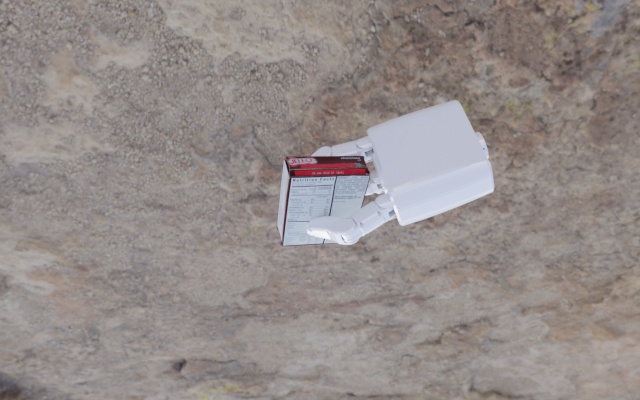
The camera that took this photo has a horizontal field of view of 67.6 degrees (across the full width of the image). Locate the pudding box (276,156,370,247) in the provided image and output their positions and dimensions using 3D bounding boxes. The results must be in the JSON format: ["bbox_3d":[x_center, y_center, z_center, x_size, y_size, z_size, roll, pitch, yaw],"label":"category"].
[{"bbox_3d":[0.000,0.002,0.539,0.090,0.114,0.039,-1,42,-13],"label":"pudding box"}]
